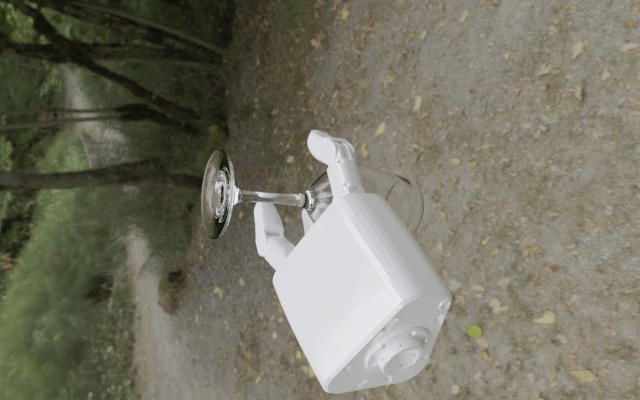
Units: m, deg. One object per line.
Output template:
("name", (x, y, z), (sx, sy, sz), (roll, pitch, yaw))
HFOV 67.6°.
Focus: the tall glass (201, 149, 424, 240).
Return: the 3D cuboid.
("tall glass", (-0.001, 0.001, 0.438), (0.201, 0.079, 0.079), (4, -2, -31))
